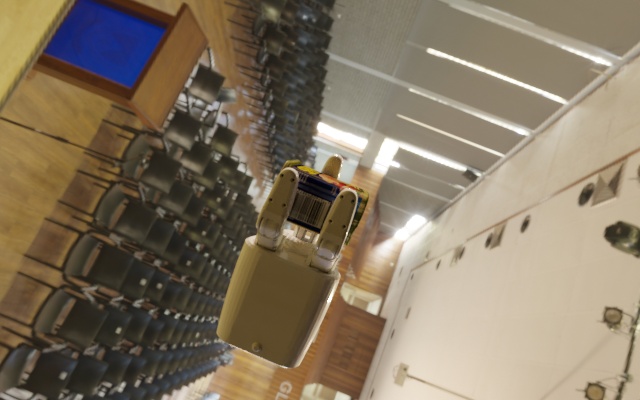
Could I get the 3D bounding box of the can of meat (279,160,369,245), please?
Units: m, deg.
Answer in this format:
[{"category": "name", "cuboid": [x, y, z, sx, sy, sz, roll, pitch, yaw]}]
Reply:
[{"category": "can of meat", "cuboid": [0.000, 0.002, 0.475, 0.084, 0.057, 0.102, 22, 7, 3]}]
